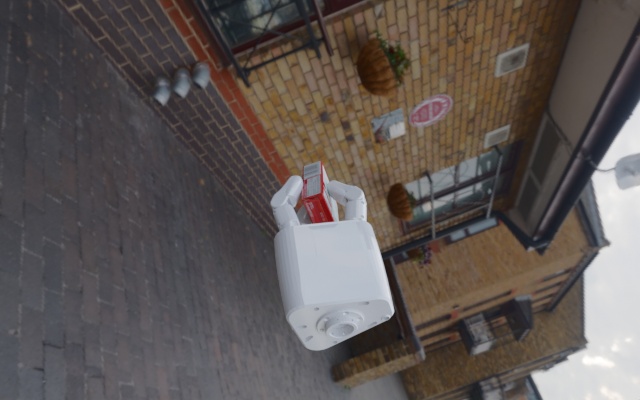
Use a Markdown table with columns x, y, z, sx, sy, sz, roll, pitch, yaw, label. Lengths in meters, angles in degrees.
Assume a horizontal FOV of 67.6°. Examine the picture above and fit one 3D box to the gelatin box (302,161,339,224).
| x | y | z | sx | sy | sz | roll | pitch | yaw | label |
| --- | --- | --- | --- | --- | --- | --- | --- | --- | --- |
| 0.001 | 0.002 | 0.624 | 0.030 | 0.073 | 0.089 | -16 | 32 | 9 | gelatin box |
